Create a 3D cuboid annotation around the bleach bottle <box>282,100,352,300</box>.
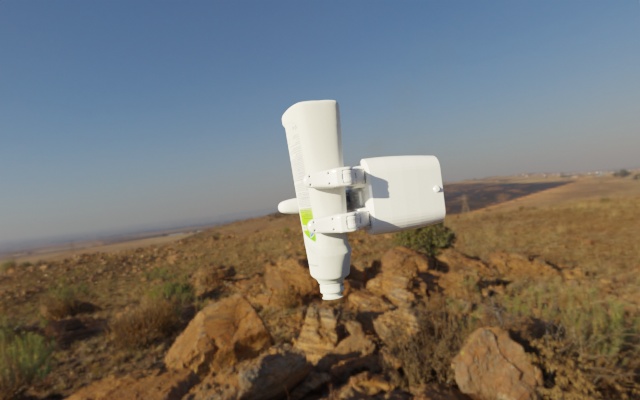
[{"bbox_3d":[0.000,0.002,0.631,0.068,0.251,0.102,-6,0,-15],"label":"bleach bottle"}]
